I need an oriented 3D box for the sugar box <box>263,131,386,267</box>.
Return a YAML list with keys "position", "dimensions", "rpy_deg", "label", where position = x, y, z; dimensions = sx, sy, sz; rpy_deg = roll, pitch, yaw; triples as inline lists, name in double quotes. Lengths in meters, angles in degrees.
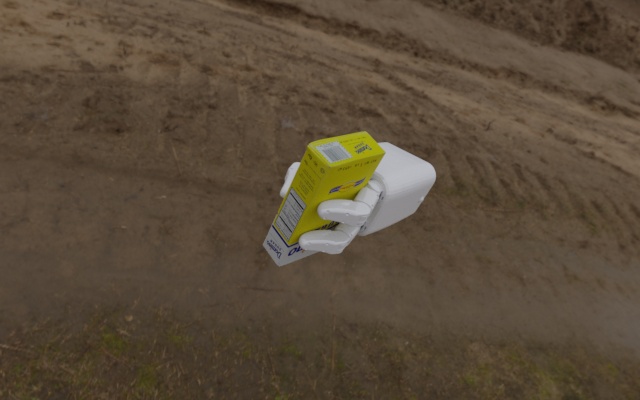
- position: [0.001, 0.002, 0.576]
  dimensions: [0.093, 0.176, 0.048]
  rpy_deg: [-17, 55, -39]
  label: "sugar box"
